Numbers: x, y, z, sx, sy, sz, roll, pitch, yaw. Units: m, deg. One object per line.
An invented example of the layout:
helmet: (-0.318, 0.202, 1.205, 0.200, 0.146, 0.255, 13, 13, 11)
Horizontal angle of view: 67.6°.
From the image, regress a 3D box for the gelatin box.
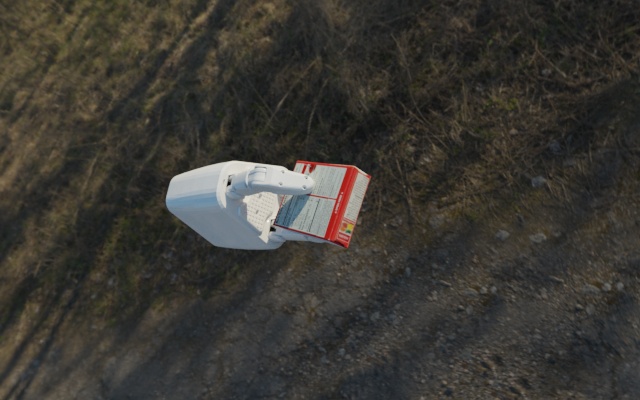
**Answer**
gelatin box: (0.000, 0.001, 0.472, 0.030, 0.073, 0.089, 26, -10, -41)
